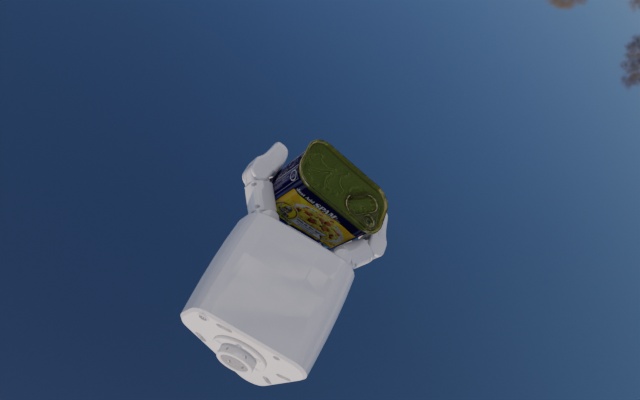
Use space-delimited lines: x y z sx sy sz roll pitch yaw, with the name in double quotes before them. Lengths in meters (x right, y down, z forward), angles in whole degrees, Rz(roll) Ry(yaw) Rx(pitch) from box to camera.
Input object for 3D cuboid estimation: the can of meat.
"can of meat" 0.000 0.002 0.472 0.102 0.057 0.084 39 -40 -18
